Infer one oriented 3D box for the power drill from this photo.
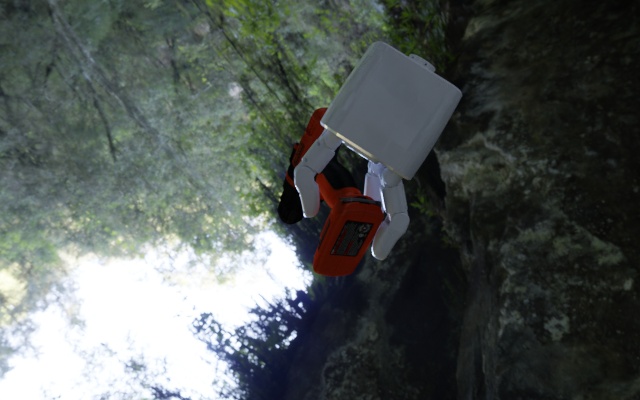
[{"bbox_3d":[0.000,0.002,0.597,0.057,0.184,0.187,5,38,-25],"label":"power drill"}]
